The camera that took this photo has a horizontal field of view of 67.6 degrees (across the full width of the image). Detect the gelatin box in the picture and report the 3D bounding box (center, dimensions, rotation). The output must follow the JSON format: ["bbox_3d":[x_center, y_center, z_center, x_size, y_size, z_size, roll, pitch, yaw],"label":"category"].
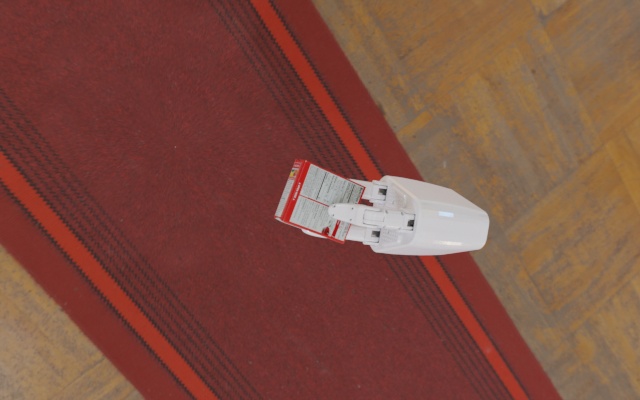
[{"bbox_3d":[0.000,0.002,0.553,0.089,0.073,0.030,22,-3,-29],"label":"gelatin box"}]
